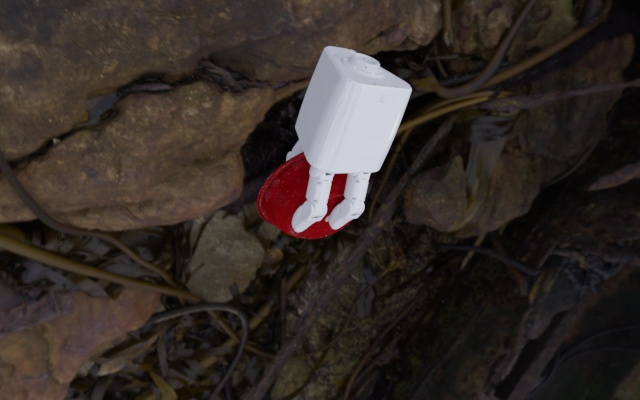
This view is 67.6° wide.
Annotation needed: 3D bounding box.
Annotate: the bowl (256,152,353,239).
[{"bbox_3d":[0.000,0.003,0.634,0.162,0.055,0.162,-20,-32,-14],"label":"bowl"}]
